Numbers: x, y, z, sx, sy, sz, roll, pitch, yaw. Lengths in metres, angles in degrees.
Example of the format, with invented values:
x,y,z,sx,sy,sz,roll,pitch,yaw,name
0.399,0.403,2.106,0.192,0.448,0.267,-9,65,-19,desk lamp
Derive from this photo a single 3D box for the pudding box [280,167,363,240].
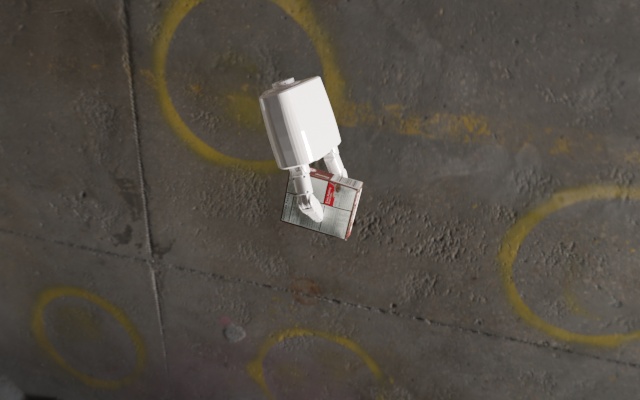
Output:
x,y,z,sx,sy,sz,roll,pitch,yaw,name
0.000,0.002,0.739,0.113,0.090,0.039,17,24,10,pudding box
